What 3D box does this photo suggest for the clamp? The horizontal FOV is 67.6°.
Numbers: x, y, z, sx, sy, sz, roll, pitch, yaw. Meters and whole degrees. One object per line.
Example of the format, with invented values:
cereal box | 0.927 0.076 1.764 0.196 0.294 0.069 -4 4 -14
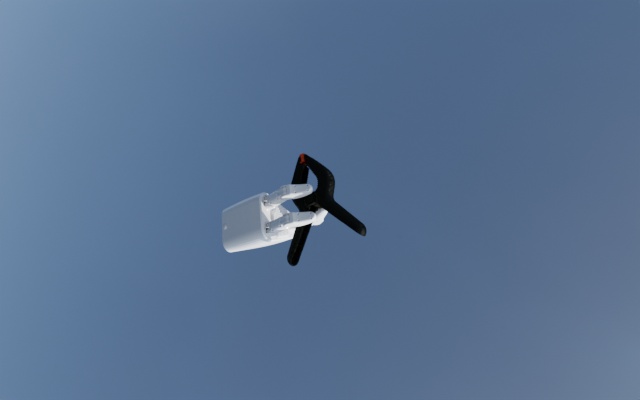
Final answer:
clamp | 0.000 0.003 0.882 0.164 0.210 0.036 -18 -25 27
